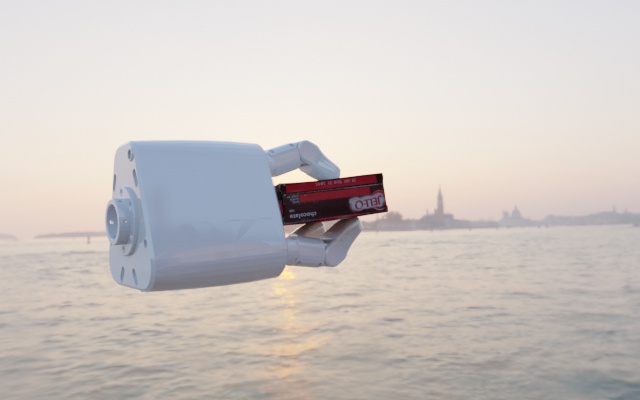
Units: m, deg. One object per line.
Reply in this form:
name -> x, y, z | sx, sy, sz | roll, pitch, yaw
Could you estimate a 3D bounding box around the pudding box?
pudding box -> 0.000, 0.001, 0.437 | 0.090, 0.039, 0.113 | -6, 0, -12
